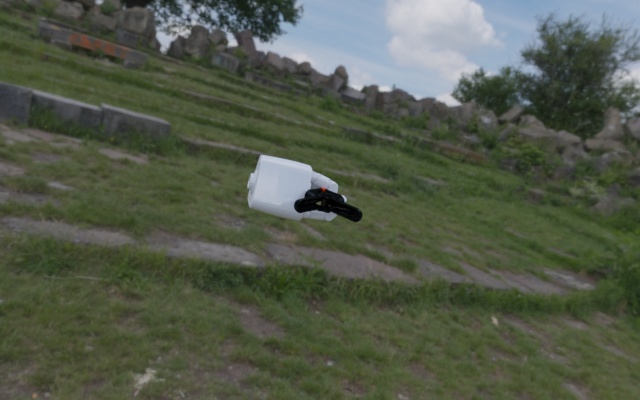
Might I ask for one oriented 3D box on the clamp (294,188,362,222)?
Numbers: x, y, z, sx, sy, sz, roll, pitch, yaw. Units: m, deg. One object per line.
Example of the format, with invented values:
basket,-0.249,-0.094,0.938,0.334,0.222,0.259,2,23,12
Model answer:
clamp,0.000,0.002,0.895,0.120,0.039,0.171,14,7,-15
